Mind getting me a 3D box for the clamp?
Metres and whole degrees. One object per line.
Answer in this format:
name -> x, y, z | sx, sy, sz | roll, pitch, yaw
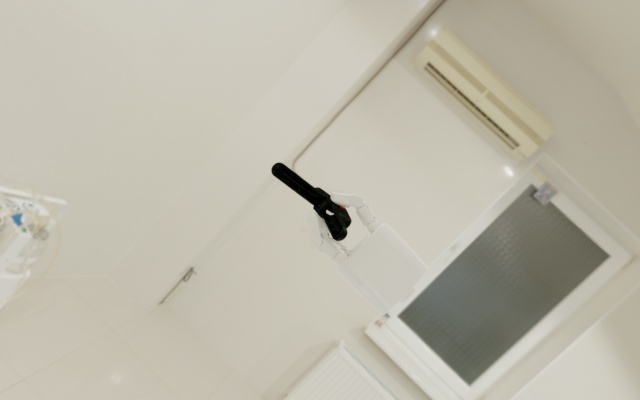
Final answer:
clamp -> 0.001, 0.002, 0.822 | 0.036, 0.164, 0.210 | -45, -11, 8
